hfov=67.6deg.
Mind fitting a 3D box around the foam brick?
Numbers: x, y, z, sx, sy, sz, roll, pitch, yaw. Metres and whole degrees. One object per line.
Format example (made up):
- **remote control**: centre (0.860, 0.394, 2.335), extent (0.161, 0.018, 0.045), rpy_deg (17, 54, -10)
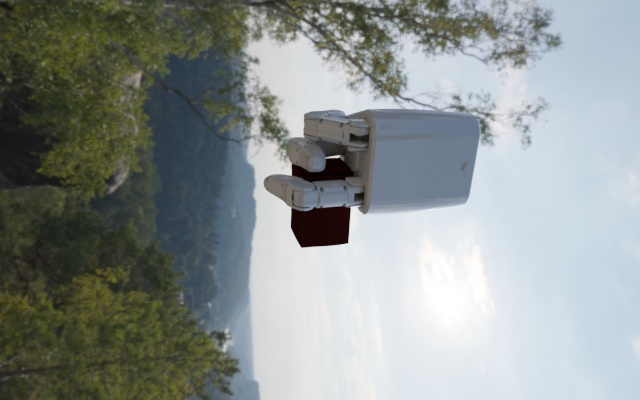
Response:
- **foam brick**: centre (0.000, 0.002, 0.480), extent (0.051, 0.078, 0.053), rpy_deg (-3, 23, -14)
